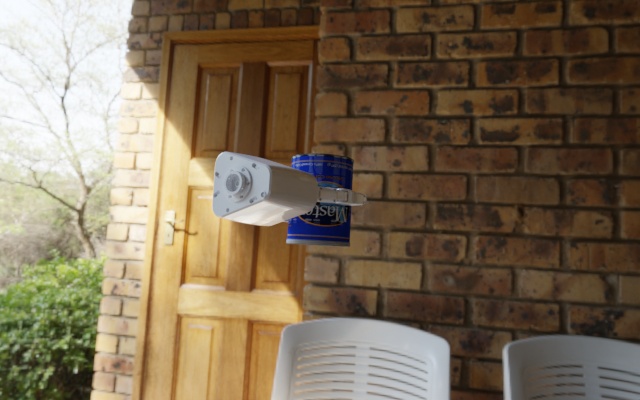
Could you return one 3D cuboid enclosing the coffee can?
[{"bbox_3d":[0.000,0.003,0.772,0.103,0.140,0.103,3,-6,0],"label":"coffee can"}]
